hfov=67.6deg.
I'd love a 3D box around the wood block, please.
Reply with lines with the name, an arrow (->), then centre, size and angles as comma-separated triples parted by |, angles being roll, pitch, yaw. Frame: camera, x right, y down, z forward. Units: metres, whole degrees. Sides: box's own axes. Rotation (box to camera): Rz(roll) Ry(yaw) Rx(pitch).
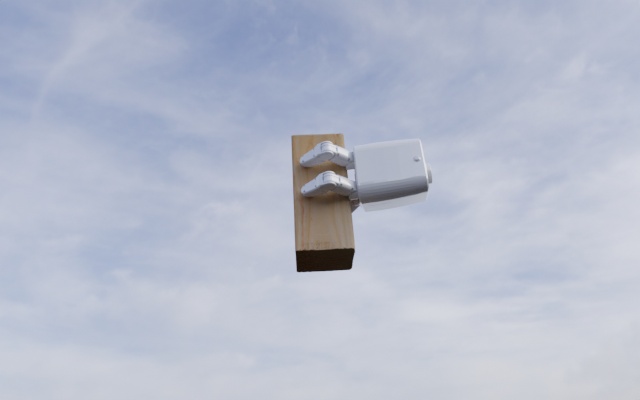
wood block -> 0.001, 0.003, 0.772 | 0.090, 0.206, 0.091 | -3, -29, -2
